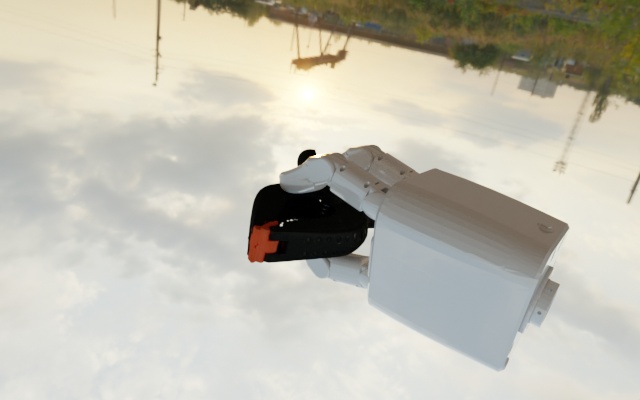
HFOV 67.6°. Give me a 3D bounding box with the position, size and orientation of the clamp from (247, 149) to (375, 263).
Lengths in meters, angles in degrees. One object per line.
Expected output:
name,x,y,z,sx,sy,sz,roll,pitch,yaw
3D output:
clamp,0.000,0.002,0.412,0.164,0.036,0.210,26,26,29
